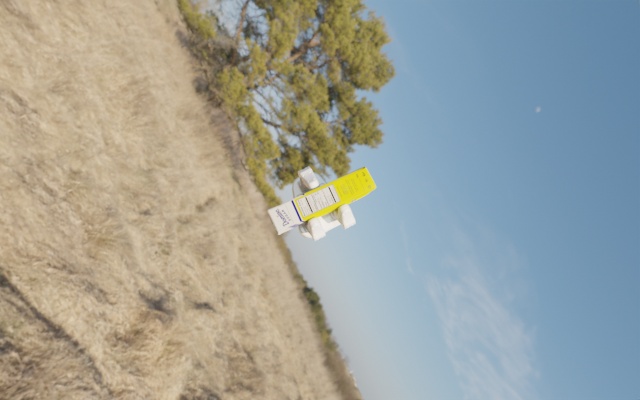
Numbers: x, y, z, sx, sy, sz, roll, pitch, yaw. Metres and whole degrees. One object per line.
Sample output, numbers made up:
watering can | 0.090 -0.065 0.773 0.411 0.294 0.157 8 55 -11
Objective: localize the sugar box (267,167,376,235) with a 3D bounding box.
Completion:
sugar box | 0.000 0.003 0.800 0.176 0.048 0.093 -27 -5 -6
